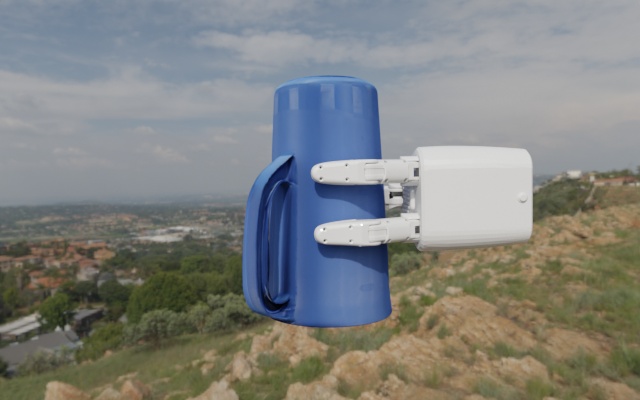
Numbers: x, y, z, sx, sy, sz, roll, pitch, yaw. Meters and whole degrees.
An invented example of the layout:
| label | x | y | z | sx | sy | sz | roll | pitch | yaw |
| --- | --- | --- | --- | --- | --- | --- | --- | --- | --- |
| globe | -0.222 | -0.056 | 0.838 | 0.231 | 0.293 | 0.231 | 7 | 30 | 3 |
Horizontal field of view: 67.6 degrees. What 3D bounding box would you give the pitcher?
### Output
| label | x | y | z | sx | sy | sz | roll | pitch | yaw |
| --- | --- | --- | --- | --- | --- | --- | --- | --- | --- |
| pitcher | 0.000 | 0.002 | 0.491 | 0.145 | 0.243 | 0.149 | -1 | 2 | -1 |
